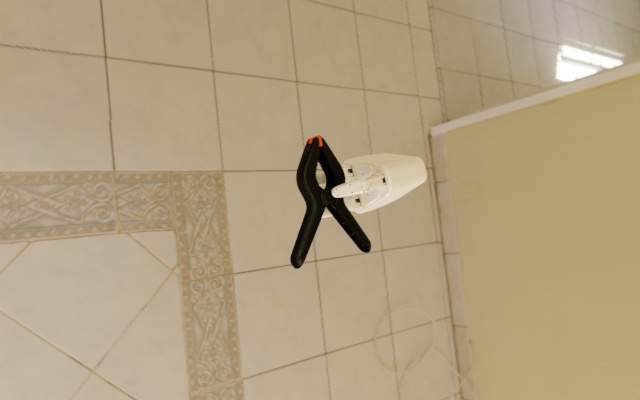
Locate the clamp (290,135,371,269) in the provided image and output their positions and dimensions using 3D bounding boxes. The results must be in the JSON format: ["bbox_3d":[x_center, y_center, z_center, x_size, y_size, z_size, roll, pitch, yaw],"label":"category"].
[{"bbox_3d":[0.001,0.002,0.761,0.164,0.210,0.036,-16,3,-42],"label":"clamp"}]
